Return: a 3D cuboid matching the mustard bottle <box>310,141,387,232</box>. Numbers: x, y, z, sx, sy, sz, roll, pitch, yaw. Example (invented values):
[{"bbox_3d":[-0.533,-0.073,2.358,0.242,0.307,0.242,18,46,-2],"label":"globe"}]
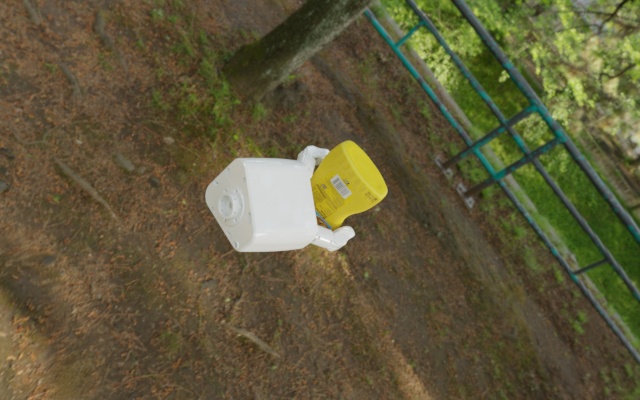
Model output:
[{"bbox_3d":[0.000,0.002,0.704,0.192,0.096,0.058,-37,1,35],"label":"mustard bottle"}]
